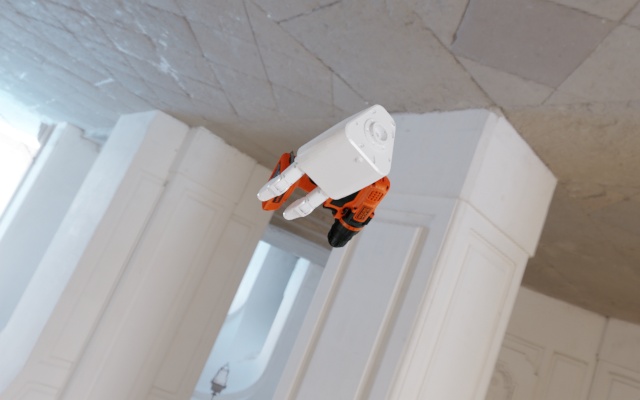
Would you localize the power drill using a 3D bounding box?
[{"bbox_3d":[0.000,0.002,0.810,0.188,0.057,0.184,15,-49,-19],"label":"power drill"}]
